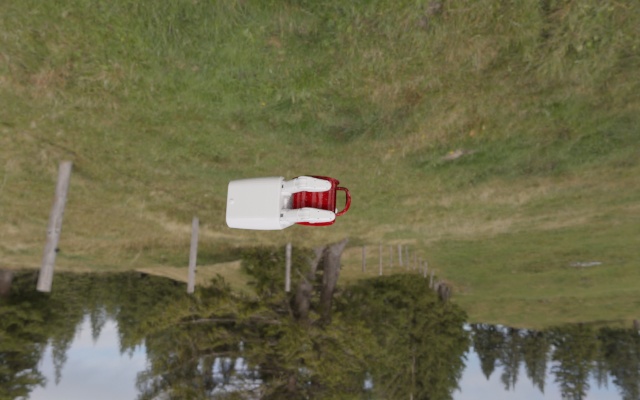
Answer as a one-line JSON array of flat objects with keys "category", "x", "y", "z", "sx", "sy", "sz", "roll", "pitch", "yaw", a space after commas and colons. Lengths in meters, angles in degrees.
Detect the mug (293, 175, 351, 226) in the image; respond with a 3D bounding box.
[{"category": "mug", "x": 0.002, "y": 0.003, "z": 0.897, "sx": 0.117, "sy": 0.081, "sz": 0.093, "roll": -1, "pitch": -12, "yaw": 16}]
